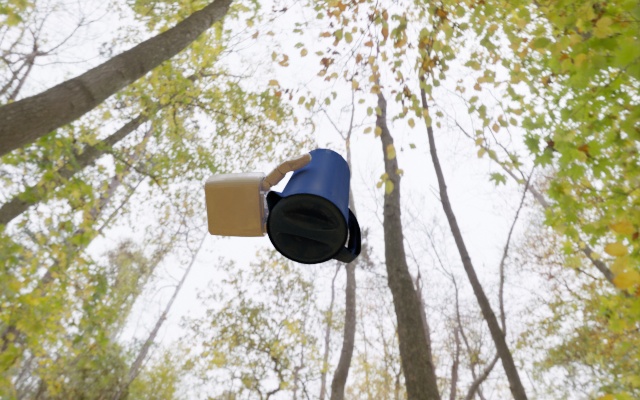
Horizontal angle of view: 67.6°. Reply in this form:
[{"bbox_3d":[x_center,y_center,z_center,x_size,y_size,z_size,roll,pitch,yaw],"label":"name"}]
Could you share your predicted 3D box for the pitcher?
[{"bbox_3d":[0.000,0.003,0.862,0.145,0.149,0.242,-2,27,10],"label":"pitcher"}]
